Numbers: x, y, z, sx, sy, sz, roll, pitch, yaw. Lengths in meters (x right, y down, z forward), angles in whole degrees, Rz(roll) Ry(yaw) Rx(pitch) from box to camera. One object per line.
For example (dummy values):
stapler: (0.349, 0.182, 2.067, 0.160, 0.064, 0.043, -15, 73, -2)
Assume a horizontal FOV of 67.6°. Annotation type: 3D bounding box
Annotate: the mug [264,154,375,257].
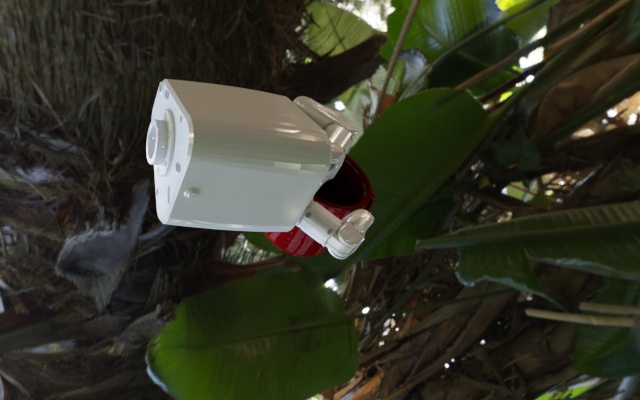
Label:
mug: (0.001, 0.002, 0.474, 0.117, 0.093, 0.081, 4, -44, -33)
